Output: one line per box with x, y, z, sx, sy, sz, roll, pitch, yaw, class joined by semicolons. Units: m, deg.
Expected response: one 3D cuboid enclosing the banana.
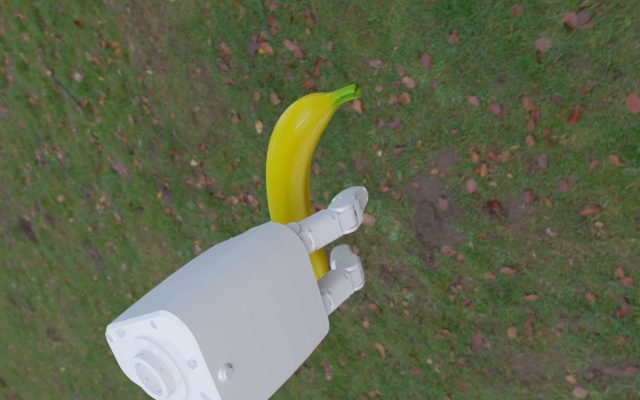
-0.016;-0.008;0.411;0.069;0.198;0.037;22;34;22;banana
